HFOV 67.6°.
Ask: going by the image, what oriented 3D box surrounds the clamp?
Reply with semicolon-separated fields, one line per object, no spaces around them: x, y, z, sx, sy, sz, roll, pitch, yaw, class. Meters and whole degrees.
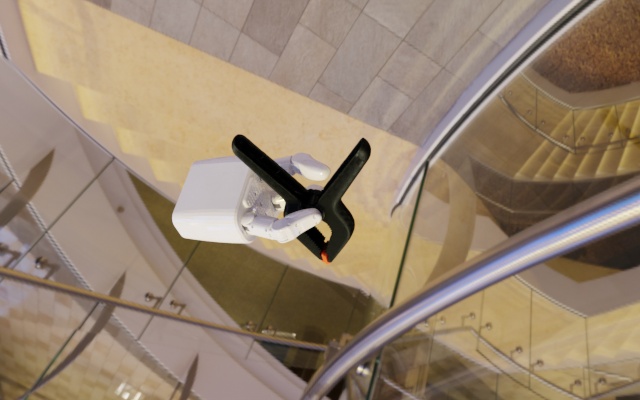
0.000;0.003;0.583;0.164;0.210;0.036;0;44;25;clamp
